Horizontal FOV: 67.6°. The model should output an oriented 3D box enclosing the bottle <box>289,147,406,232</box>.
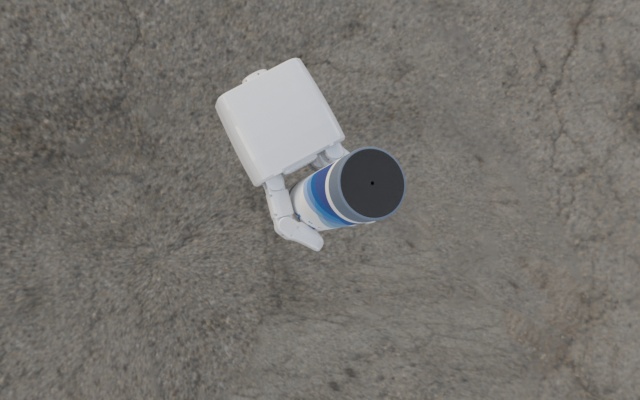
[{"bbox_3d":[0.000,0.002,0.559,0.069,0.069,0.296,0,-7,-18],"label":"bottle"}]
